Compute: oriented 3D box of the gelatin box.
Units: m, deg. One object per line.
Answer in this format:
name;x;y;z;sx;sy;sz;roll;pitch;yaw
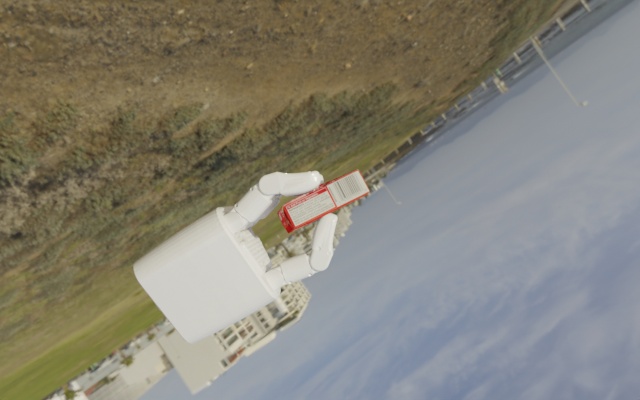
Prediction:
gelatin box;0.001;0.002;0.504;0.089;0.030;0.073;-26;-2;-9
